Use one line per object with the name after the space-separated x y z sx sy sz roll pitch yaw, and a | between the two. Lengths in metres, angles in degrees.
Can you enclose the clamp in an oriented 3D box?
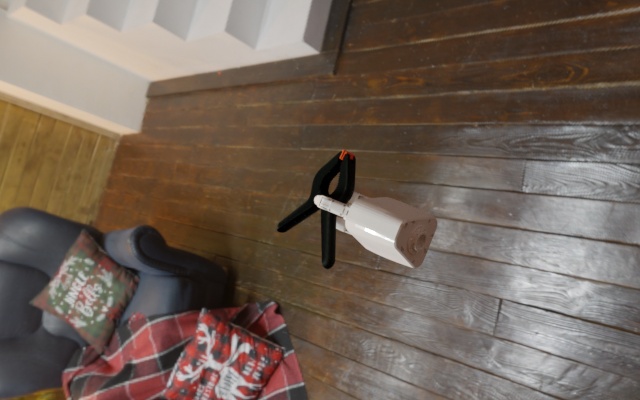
0.000 0.002 0.891 0.164 0.210 0.036 23 2 44 | clamp
